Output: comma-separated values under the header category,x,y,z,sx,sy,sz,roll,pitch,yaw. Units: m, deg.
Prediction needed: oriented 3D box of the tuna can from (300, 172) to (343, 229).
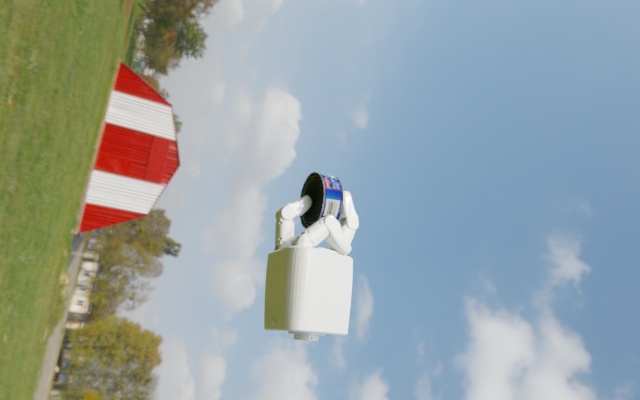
category,x,y,z,sx,sy,sz,roll,pitch,yaw
tuna can,0.001,0.002,0.712,0.034,0.086,0.086,8,-4,-25
